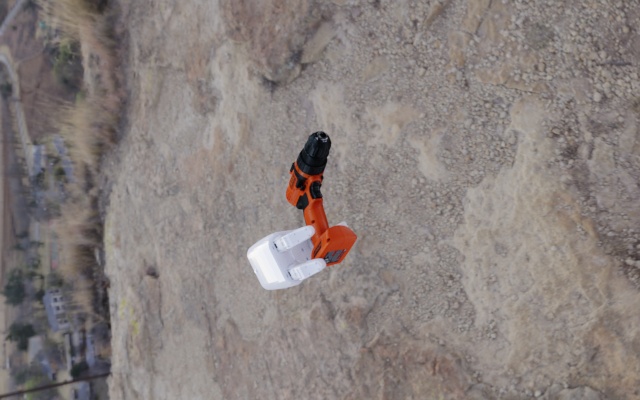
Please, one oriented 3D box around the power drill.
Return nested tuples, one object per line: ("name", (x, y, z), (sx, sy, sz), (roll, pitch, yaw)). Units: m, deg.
("power drill", (0.000, 0.003, 0.799), (0.057, 0.187, 0.184), (-7, -31, -21))
